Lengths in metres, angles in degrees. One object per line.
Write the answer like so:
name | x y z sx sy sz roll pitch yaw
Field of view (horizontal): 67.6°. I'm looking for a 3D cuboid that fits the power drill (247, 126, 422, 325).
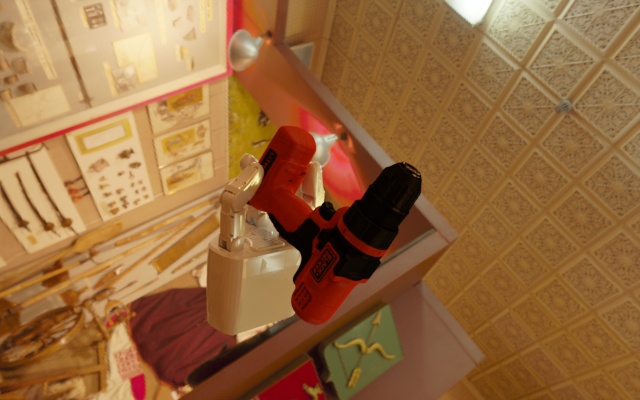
power drill | 0.000 0.002 0.488 0.057 0.184 0.187 16 27 -42
